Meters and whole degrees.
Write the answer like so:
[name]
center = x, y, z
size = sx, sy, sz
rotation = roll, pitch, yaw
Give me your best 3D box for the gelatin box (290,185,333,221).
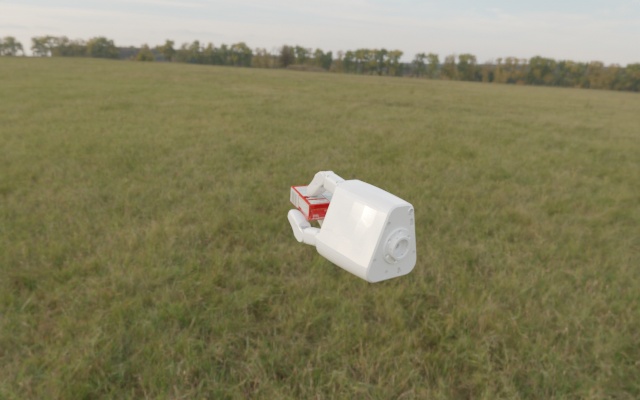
[gelatin box]
center = 0.000, 0.002, 0.764
size = 0.073, 0.030, 0.089
rotation = -4, 22, -23
